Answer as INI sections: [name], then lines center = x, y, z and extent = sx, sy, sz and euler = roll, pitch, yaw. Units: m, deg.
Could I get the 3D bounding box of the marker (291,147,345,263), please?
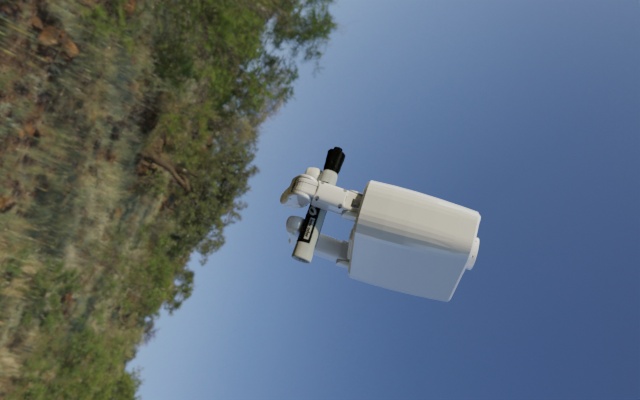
[marker]
center = 0.000, 0.002, 0.463
extent = 0.020, 0.121, 0.020
euler = 17, -20, 6
